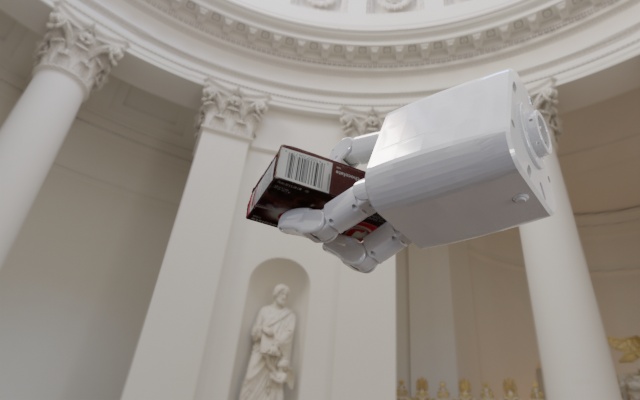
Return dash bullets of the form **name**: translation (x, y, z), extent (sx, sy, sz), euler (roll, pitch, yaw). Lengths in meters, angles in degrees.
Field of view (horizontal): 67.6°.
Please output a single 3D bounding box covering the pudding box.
- **pudding box**: translation (0.000, 0.001, 0.428), extent (0.113, 0.039, 0.090), euler (19, -31, -15)
